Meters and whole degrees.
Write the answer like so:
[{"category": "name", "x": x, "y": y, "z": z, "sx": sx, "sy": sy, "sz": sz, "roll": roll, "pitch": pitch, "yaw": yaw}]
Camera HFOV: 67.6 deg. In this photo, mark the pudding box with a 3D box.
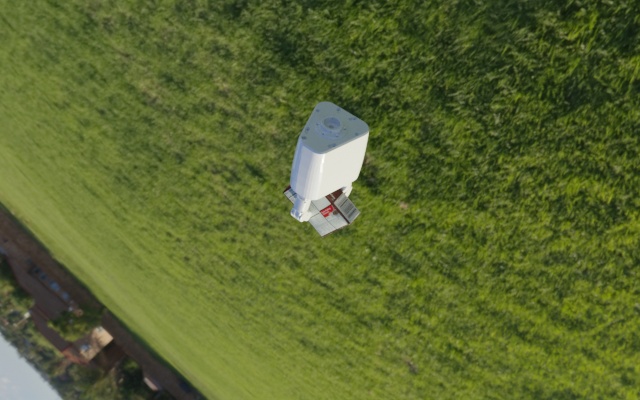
[{"category": "pudding box", "x": 0.000, "y": 0.003, "z": 0.823, "sx": 0.039, "sy": 0.113, "sz": 0.090, "roll": -45, "pitch": 9, "yaw": -36}]
